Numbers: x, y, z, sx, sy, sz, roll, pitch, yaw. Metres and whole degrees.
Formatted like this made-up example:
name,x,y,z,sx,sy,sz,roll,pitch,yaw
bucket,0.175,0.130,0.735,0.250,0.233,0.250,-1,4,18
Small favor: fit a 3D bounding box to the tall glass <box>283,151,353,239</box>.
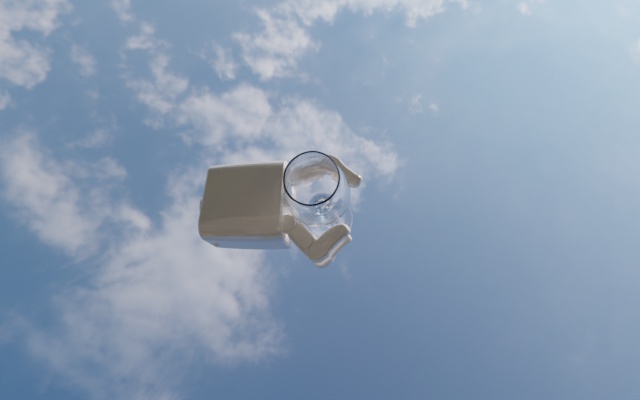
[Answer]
name,x,y,z,sx,sy,sz,roll,pitch,yaw
tall glass,0.000,0.002,0.602,0.079,0.079,0.201,0,-15,6
